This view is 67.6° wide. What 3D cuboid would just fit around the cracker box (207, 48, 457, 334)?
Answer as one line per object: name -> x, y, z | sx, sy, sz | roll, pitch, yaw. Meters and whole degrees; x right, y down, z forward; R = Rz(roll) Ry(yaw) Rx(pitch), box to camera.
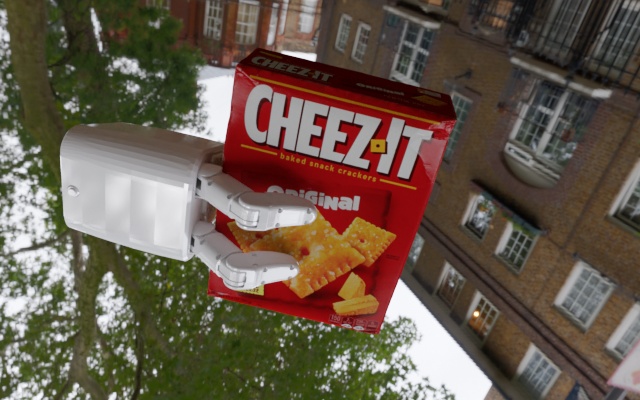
cracker box -> 0.000, 0.001, 0.405 | 0.164, 0.214, 0.072 | 14, 29, 1
